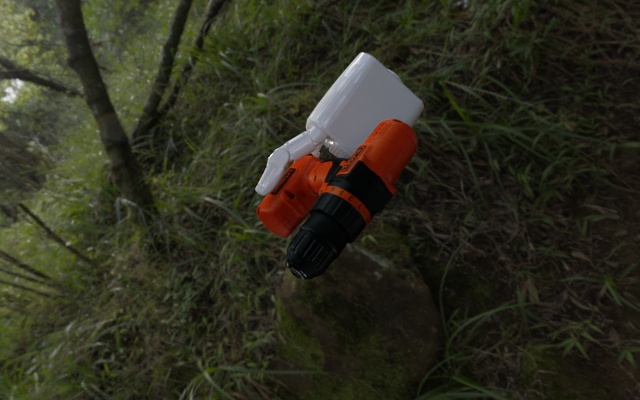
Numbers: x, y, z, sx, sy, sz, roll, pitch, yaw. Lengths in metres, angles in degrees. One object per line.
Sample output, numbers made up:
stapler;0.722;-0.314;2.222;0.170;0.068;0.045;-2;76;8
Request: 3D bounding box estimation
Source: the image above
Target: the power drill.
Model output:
power drill;0.000;0.001;0.506;0.057;0.184;0.187;47;-22;-18
